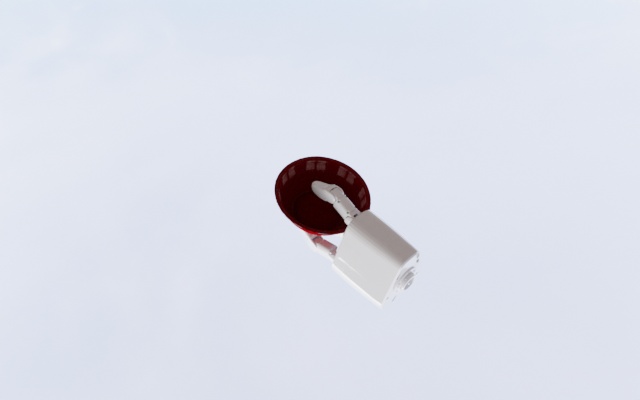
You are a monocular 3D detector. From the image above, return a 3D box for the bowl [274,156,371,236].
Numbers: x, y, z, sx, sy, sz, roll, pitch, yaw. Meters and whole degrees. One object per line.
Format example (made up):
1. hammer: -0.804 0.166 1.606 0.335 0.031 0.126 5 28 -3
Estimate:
1. bowl: -0.001 0.002 0.802 0.162 0.162 0.055 0 -36 -13
